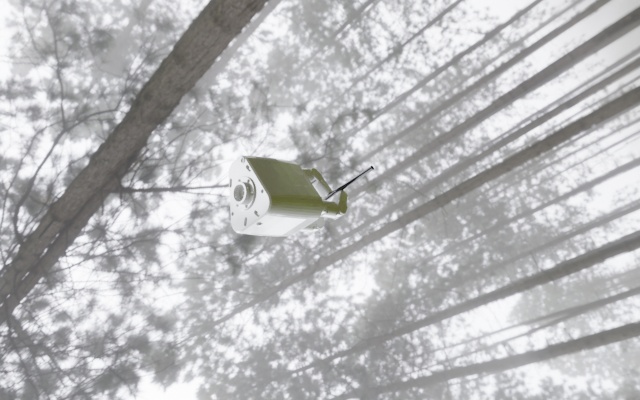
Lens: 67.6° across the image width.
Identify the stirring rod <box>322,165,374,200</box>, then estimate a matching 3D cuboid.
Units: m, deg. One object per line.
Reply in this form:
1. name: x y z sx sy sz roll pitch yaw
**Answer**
1. stirring rod: 0.000 0.003 0.821 0.239 0.011 0.011 -34 -21 35
